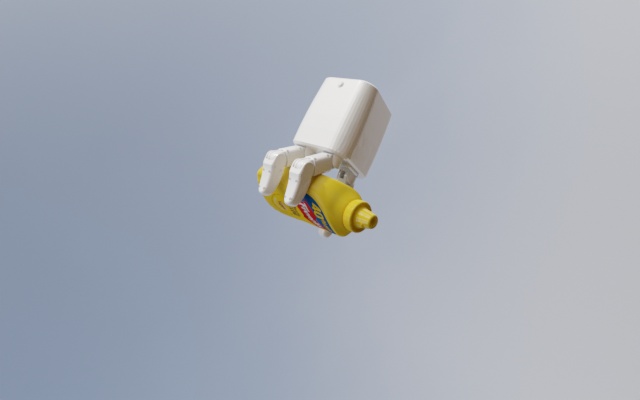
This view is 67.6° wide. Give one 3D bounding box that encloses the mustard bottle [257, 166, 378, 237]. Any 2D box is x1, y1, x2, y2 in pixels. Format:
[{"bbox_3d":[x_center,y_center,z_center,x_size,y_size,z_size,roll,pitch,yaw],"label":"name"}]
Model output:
[{"bbox_3d":[0.000,0.002,0.641,0.191,0.096,0.058,20,59,44],"label":"mustard bottle"}]
